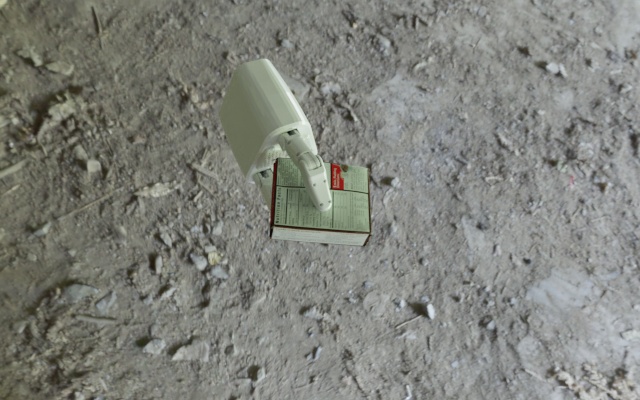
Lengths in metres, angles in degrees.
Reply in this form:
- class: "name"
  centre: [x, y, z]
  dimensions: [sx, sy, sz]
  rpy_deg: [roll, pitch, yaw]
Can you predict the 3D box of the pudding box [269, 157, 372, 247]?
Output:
- class: "pudding box"
  centre: [0.000, 0.002, 0.542]
  dimensions: [0.113, 0.090, 0.039]
  rpy_deg: [5, -28, -7]
